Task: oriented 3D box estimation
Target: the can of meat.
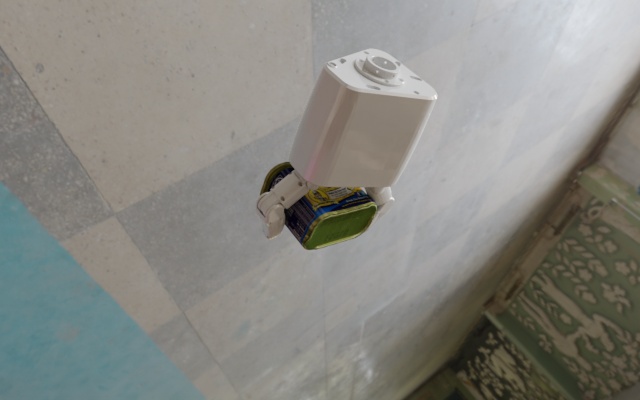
[{"bbox_3d":[0.000,0.002,0.519,0.102,0.057,0.084,-13,50,-41],"label":"can of meat"}]
